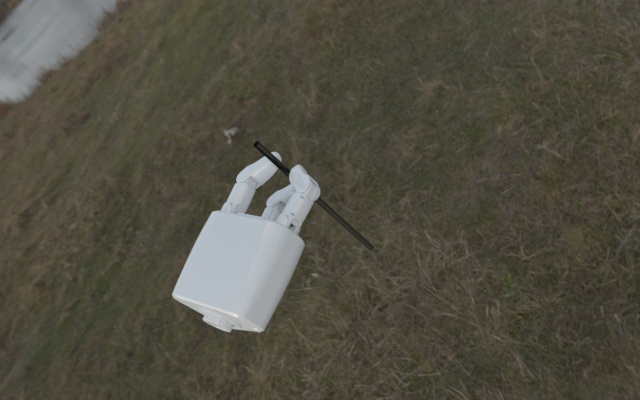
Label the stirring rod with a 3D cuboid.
[{"bbox_3d":[0.000,0.002,0.606,0.011,0.011,0.240,0,-33,46],"label":"stirring rod"}]
